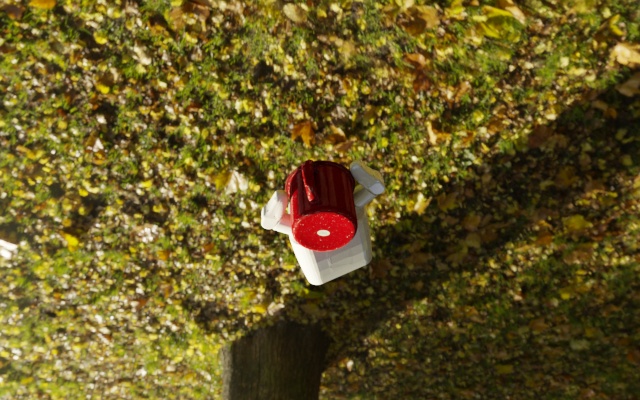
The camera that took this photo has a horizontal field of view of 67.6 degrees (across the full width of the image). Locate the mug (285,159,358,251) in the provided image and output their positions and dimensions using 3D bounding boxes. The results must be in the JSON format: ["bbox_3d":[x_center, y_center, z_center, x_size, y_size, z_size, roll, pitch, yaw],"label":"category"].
[{"bbox_3d":[0.000,0.001,0.595,0.093,0.081,0.117,-11,-45,6],"label":"mug"}]
